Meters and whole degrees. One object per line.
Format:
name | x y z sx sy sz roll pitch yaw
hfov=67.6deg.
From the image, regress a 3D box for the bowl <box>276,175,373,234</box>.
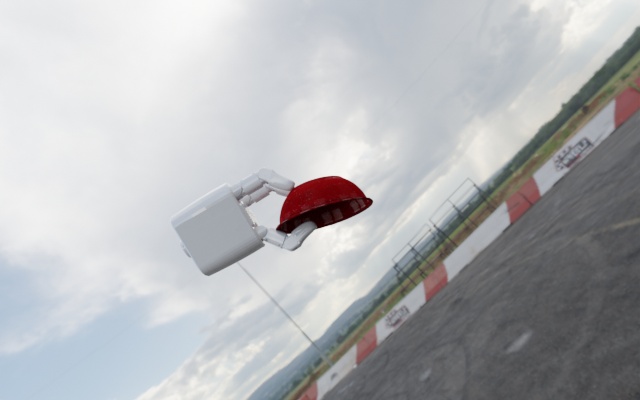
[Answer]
bowl | 0.001 0.002 0.766 0.162 0.055 0.162 -16 -14 -4
